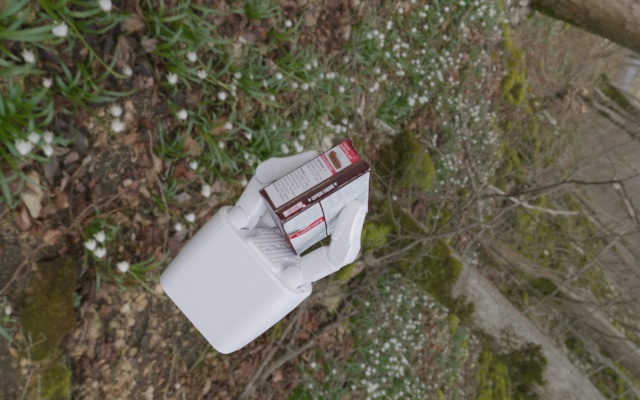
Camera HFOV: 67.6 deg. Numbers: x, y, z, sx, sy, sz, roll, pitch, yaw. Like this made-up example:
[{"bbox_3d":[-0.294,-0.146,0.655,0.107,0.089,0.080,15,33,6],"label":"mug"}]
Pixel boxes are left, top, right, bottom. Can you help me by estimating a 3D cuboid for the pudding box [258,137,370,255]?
[{"bbox_3d":[0.000,0.002,0.438,0.090,0.039,0.113,-32,-18,-7],"label":"pudding box"}]
